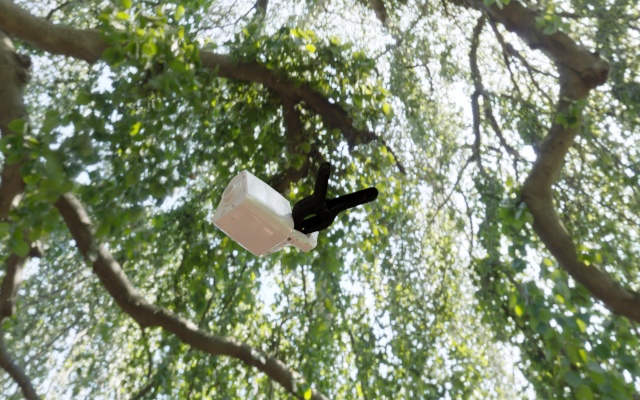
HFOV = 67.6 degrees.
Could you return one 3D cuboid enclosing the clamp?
[{"bbox_3d":[0.000,0.002,0.817,0.171,0.039,0.120,-36,-56,25],"label":"clamp"}]
